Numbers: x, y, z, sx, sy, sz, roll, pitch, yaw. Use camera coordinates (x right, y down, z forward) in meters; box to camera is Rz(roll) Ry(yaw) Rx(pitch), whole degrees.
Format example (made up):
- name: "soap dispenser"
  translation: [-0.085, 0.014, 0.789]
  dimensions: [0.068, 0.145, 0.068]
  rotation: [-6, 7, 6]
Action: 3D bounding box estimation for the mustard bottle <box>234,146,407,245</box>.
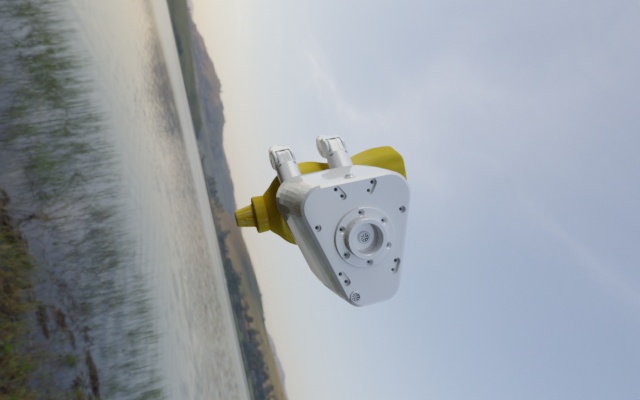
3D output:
- name: "mustard bottle"
  translation: [0.000, 0.002, 0.537]
  dimensions: [0.191, 0.096, 0.058]
  rotation: [-12, 31, -12]
